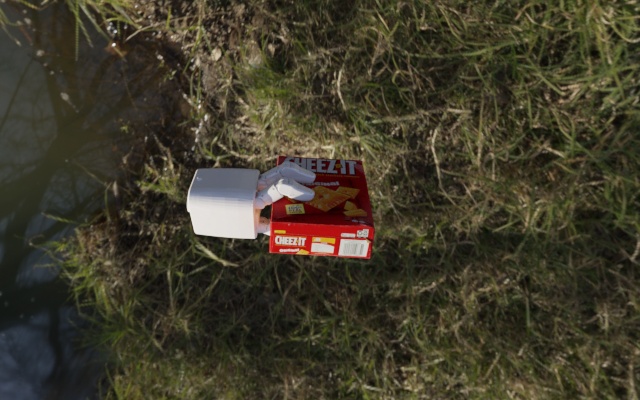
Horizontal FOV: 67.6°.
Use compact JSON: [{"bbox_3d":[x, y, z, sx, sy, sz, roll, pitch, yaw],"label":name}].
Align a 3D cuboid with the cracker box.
[{"bbox_3d":[0.000,0.003,0.825,0.164,0.072,0.213,4,34,-4],"label":"cracker box"}]
